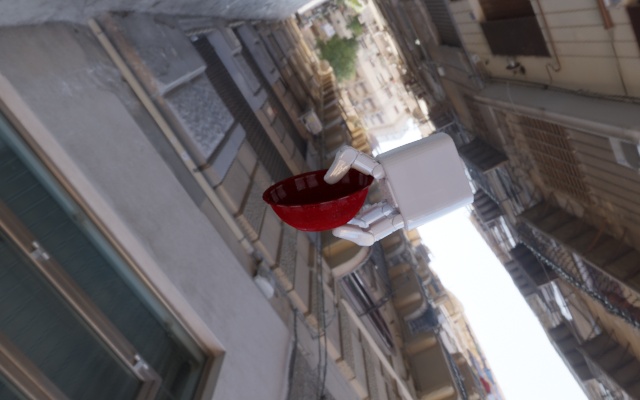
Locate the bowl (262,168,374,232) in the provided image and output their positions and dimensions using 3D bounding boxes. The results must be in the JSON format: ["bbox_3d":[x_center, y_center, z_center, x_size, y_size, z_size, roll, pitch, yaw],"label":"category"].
[{"bbox_3d":[-0.001,0.003,0.690,0.162,0.055,0.162,-9,19,3],"label":"bowl"}]
